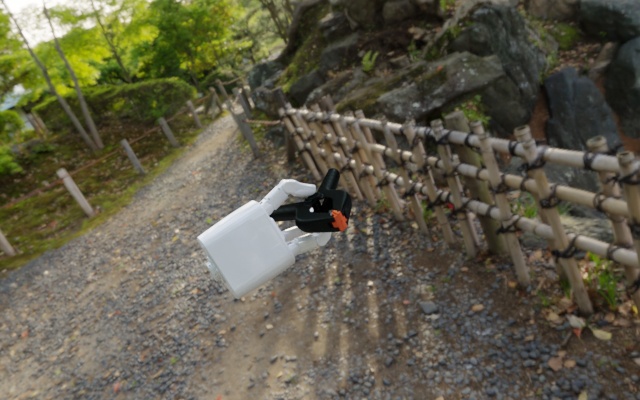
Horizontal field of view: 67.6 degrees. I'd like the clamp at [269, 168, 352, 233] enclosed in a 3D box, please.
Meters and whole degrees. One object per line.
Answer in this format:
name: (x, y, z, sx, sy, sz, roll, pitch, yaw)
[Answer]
clamp: (0.000, 0.002, 0.773, 0.164, 0.036, 0.210, -35, 22, -18)
